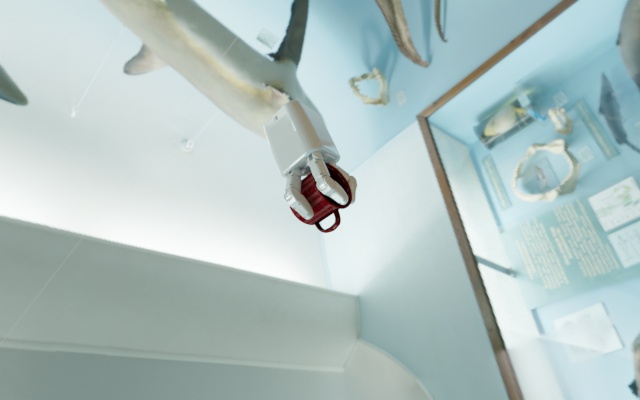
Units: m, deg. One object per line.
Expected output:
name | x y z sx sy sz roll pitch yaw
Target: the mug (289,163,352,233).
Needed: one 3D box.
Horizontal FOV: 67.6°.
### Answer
mug | 0.001 0.004 0.851 0.093 0.117 0.081 -2 -27 -48
